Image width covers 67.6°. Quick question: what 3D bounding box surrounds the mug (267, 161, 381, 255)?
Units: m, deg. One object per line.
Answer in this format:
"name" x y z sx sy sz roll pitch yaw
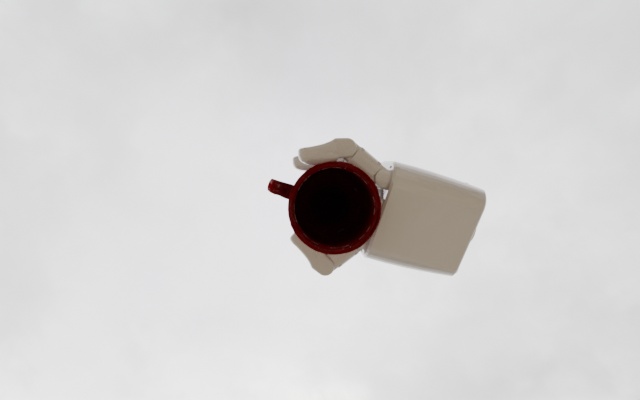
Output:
"mug" -0.001 0.001 0.509 0.117 0.093 0.081 16 3 -5
